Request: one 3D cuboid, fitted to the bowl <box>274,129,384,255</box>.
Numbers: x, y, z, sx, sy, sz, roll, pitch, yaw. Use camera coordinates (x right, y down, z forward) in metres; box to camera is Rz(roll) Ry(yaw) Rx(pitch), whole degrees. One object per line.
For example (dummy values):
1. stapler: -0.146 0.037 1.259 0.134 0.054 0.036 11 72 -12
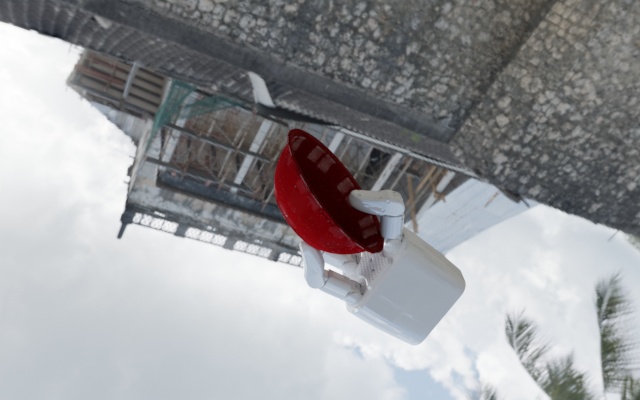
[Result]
1. bowl: -0.001 0.001 0.522 0.055 0.162 0.162 -36 -13 19
